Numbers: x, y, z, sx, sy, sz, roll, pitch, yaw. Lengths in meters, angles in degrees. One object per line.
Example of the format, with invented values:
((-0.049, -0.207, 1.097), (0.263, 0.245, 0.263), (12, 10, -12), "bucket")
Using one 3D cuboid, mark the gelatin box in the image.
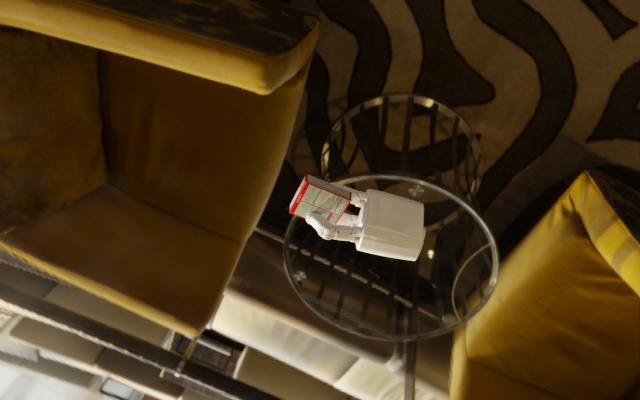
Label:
((0.000, 0.003, 0.836), (0.089, 0.073, 0.030), (21, 34, -13), "gelatin box")
